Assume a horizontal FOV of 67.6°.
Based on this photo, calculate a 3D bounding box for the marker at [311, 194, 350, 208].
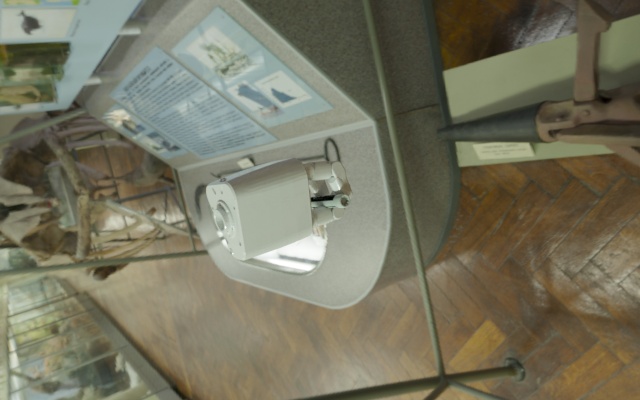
[{"bbox_3d":[0.000,0.002,0.695,0.020,0.020,0.121,0,-2,-33],"label":"marker"}]
